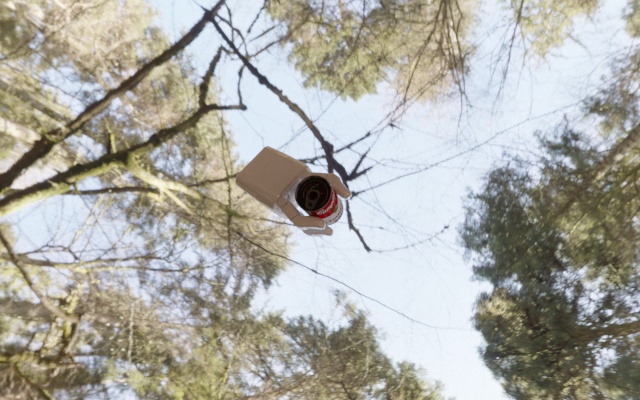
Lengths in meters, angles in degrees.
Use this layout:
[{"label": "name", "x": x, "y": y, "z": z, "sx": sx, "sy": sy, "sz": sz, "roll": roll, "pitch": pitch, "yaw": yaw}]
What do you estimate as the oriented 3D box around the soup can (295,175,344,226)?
[{"label": "soup can", "x": 0.001, "y": 0.003, "z": 0.889, "sx": 0.068, "sy": 0.068, "sz": 0.102, "roll": 0, "pitch": -18, "yaw": 17}]
